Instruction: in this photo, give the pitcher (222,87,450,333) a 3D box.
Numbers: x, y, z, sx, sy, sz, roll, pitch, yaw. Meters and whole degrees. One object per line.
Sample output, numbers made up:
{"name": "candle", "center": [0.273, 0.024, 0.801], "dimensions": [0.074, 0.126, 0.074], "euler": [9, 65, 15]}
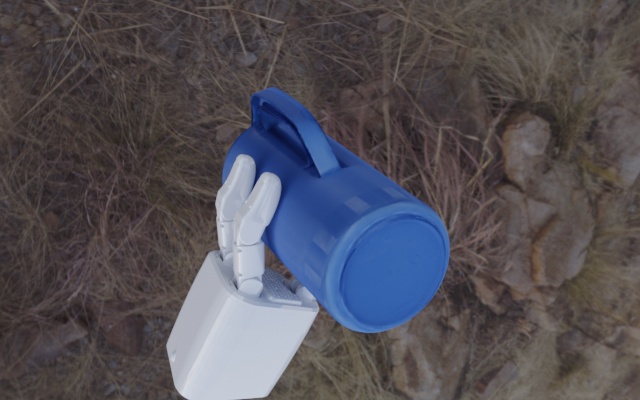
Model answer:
{"name": "pitcher", "center": [0.000, 0.002, 0.436], "dimensions": [0.149, 0.145, 0.242], "euler": [24, 9, -32]}
